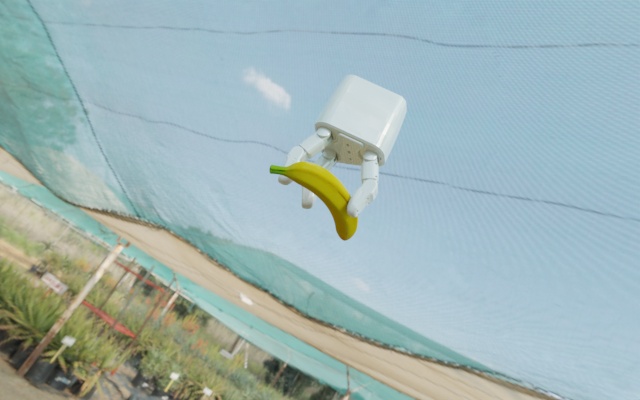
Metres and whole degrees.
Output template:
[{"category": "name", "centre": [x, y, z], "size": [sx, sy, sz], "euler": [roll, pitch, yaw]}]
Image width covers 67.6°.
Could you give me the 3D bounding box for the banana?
[{"category": "banana", "centre": [0.013, 0.000, 0.685], "size": [0.069, 0.037, 0.198], "euler": [-2, -35, 39]}]
